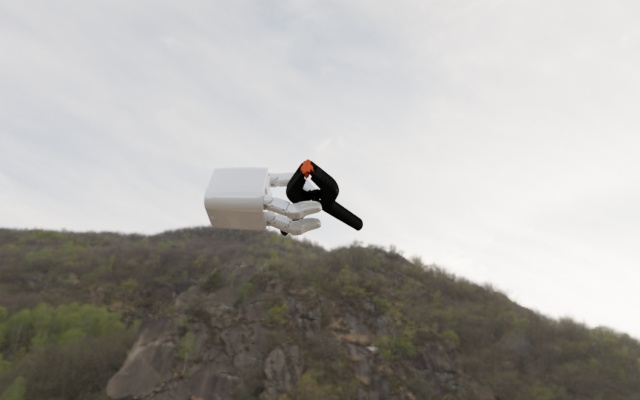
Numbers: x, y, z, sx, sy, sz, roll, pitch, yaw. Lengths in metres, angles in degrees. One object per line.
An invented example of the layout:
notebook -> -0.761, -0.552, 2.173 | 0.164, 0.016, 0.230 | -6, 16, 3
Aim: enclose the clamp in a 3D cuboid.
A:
clamp -> 0.000, 0.002, 0.871 | 0.164, 0.036, 0.210 | -1, -36, 0
